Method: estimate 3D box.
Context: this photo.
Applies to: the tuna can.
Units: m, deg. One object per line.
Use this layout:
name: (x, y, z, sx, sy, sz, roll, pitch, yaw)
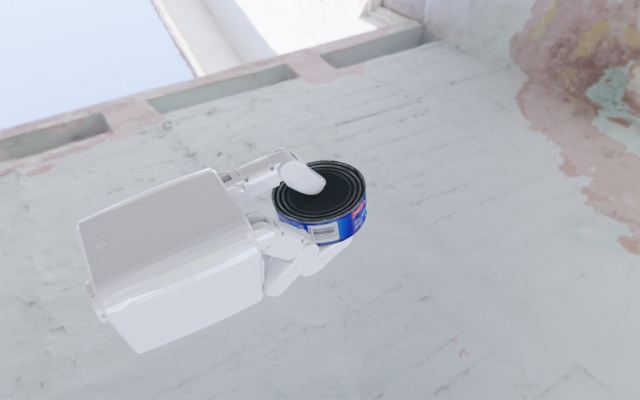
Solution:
tuna can: (0.000, 0.002, 0.440, 0.086, 0.034, 0.086, -5, 41, 5)
